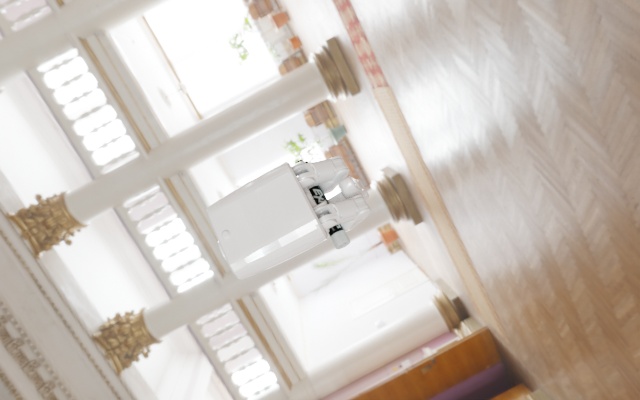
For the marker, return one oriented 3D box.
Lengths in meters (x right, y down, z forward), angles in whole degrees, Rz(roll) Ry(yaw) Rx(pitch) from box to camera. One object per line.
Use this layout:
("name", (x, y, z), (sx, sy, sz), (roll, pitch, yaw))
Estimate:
("marker", (0.000, 0.002, 0.567), (0.020, 0.121, 0.020), (-24, -21, -10))
